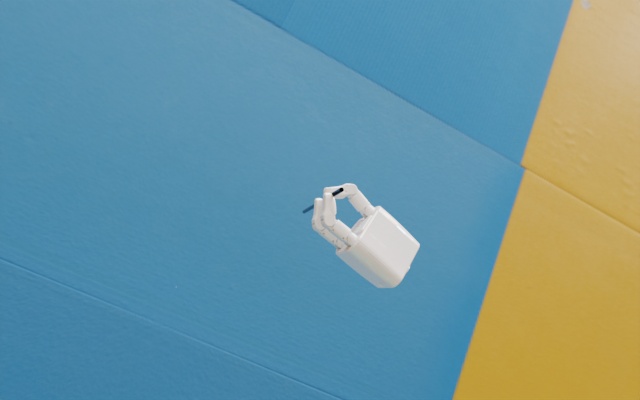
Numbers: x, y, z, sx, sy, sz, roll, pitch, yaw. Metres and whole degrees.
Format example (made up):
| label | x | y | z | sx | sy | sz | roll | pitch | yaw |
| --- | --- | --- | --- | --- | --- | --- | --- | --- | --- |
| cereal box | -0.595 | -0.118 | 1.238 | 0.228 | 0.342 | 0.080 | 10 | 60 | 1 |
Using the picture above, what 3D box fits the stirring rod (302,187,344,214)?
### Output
| label | x | y | z | sx | sy | sz | roll | pitch | yaw |
| --- | --- | --- | --- | --- | --- | --- | --- | --- | --- |
| stirring rod | 0.000 | 0.003 | 0.889 | 0.011 | 0.011 | 0.239 | 0 | -10 | -17 |
